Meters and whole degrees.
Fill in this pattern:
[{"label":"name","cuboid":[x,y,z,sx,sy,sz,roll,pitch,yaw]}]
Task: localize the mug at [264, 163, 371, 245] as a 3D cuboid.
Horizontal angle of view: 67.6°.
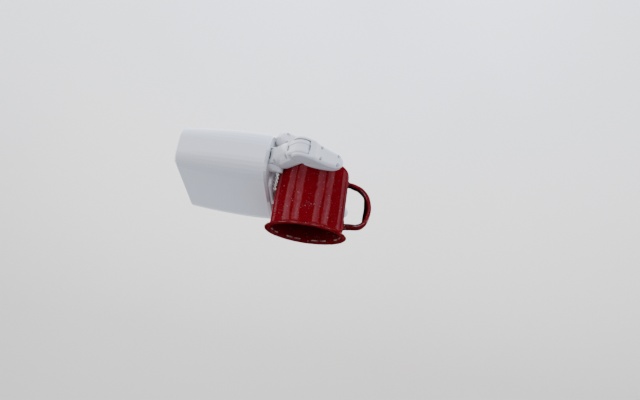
[{"label":"mug","cuboid":[0.002,0.002,0.548,0.117,0.081,0.093,8,-17,4]}]
